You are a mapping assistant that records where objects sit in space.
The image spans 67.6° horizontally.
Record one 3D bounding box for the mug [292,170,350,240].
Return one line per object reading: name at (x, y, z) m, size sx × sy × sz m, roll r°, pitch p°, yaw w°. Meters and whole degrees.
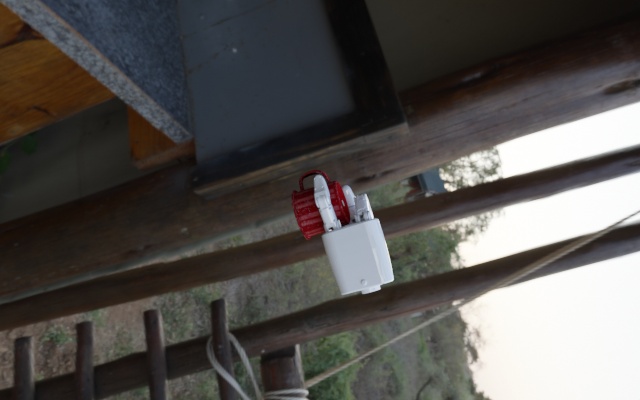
mug at (0.000, 0.001, 0.848) m, size 0.081 × 0.117 × 0.093 m, roll -18°, pitch -6°, yaw 11°
